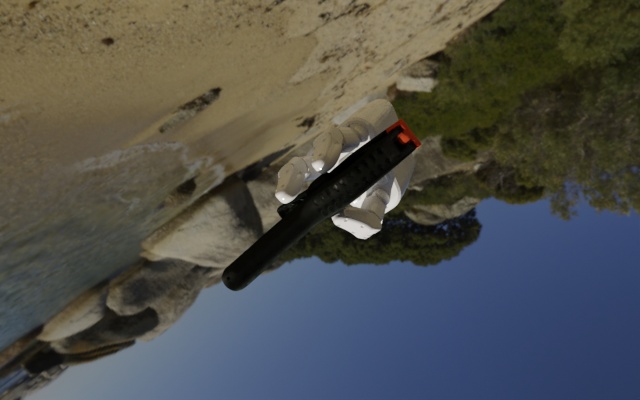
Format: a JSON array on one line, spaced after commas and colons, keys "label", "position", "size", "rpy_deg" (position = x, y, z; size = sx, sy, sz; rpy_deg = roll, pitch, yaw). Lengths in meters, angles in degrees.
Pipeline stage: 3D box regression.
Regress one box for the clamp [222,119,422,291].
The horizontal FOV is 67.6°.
[{"label": "clamp", "position": [0.001, 0.002, 0.451], "size": [0.210, 0.036, 0.164], "rpy_deg": [-35, 10, 33]}]
